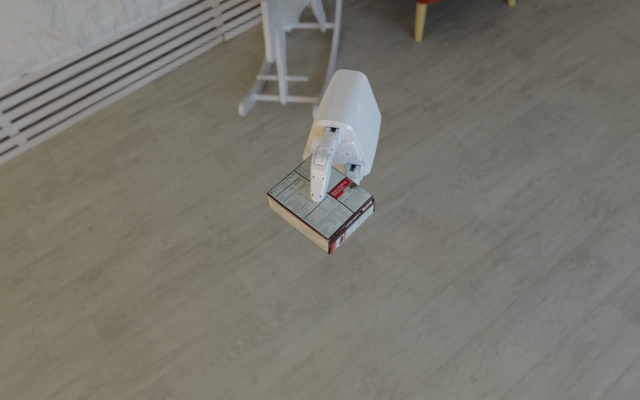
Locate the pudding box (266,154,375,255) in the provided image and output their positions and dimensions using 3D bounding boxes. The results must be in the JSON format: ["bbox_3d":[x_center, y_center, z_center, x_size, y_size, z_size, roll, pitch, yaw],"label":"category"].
[{"bbox_3d":[0.000,0.002,0.617,0.113,0.090,0.039,36,-24,26],"label":"pudding box"}]
